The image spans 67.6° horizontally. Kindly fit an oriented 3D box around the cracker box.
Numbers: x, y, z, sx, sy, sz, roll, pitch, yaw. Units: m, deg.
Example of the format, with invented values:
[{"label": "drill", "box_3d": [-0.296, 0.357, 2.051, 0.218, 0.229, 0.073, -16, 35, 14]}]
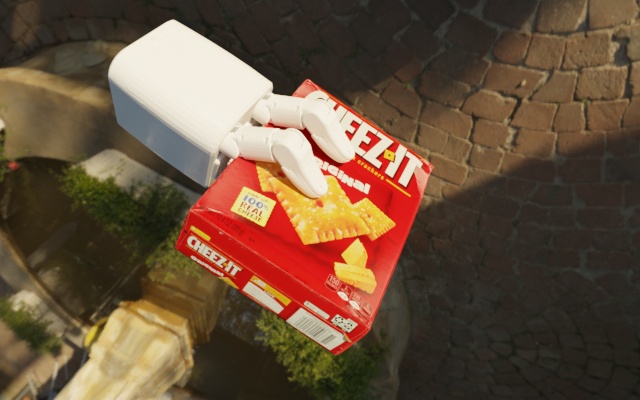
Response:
[{"label": "cracker box", "box_3d": [0.000, 0.002, 0.439, 0.164, 0.213, 0.072, 35, -42, -3]}]
